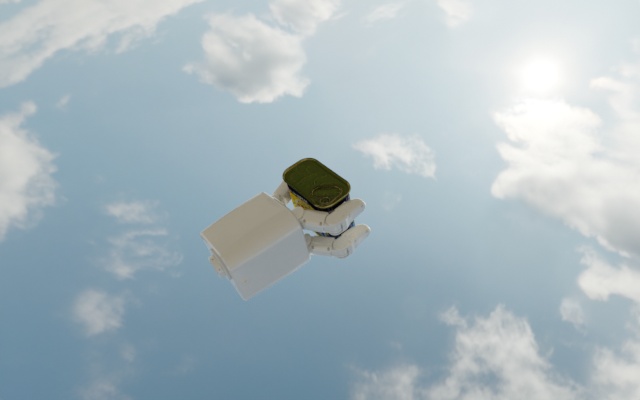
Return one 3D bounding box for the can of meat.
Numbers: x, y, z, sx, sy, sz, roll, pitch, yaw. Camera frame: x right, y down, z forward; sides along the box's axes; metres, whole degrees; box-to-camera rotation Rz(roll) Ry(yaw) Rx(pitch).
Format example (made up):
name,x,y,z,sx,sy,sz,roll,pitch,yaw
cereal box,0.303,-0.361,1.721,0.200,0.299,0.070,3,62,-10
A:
name,x,y,z,sx,sy,sz,roll,pitch,yaw
can of meat,0.000,0.002,0.665,0.057,0.084,0.102,-35,49,-21
